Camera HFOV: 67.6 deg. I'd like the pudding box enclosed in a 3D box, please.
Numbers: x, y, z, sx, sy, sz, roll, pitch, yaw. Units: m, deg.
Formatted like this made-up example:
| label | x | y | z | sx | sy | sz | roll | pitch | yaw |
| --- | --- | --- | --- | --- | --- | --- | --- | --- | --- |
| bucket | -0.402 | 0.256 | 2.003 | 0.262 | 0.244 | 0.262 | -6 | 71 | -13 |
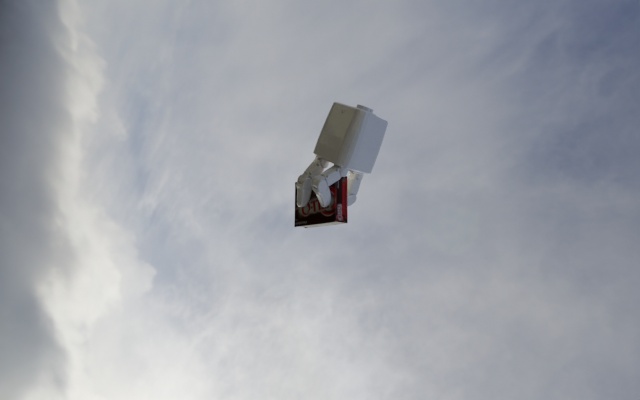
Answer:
| label | x | y | z | sx | sy | sz | roll | pitch | yaw |
| --- | --- | --- | --- | --- | --- | --- | --- | --- | --- |
| pudding box | 0.000 | 0.003 | 0.897 | 0.039 | 0.090 | 0.113 | 11 | -16 | -42 |
